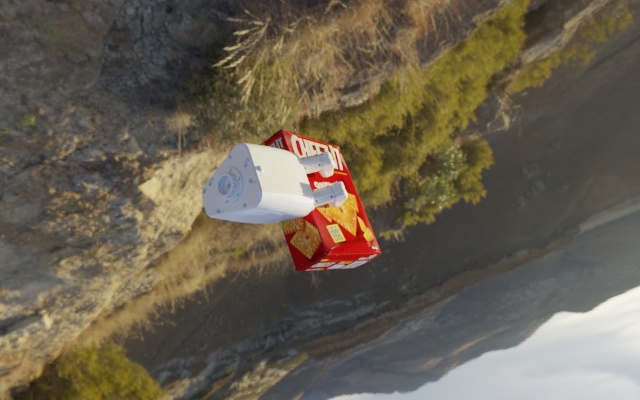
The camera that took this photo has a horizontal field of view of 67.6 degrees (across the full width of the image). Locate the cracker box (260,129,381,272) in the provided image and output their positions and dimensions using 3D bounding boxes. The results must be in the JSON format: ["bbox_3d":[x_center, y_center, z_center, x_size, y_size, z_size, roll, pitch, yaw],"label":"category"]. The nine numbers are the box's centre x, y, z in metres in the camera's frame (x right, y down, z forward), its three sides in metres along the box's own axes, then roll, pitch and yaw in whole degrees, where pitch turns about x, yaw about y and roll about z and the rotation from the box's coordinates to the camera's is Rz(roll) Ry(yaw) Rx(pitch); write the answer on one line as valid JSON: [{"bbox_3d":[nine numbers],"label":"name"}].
[{"bbox_3d":[0.000,0.003,0.773,0.072,0.213,0.164,-31,-22,29],"label":"cracker box"}]
